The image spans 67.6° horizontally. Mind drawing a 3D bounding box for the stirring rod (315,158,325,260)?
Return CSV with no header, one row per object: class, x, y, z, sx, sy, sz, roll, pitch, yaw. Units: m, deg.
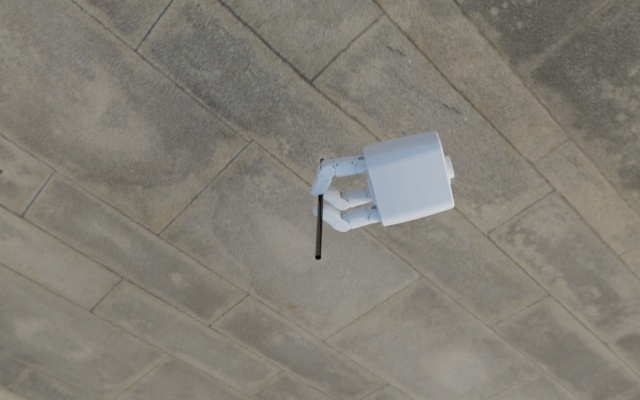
stirring rod,0.000,0.002,0.692,0.011,0.011,0.239,0,35,2
